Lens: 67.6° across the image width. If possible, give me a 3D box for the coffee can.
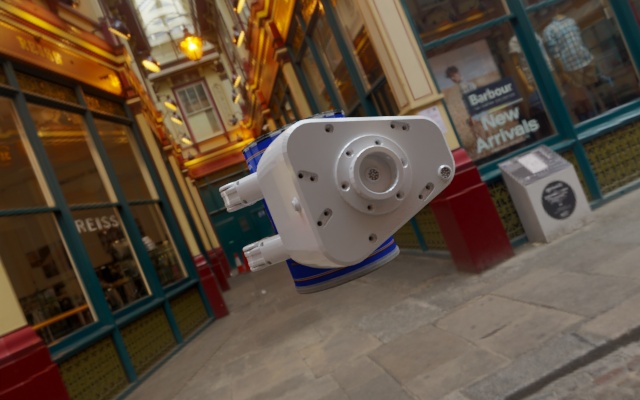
[{"bbox_3d":[0.000,0.002,0.444,0.103,0.140,0.103,-22,0,0],"label":"coffee can"}]
